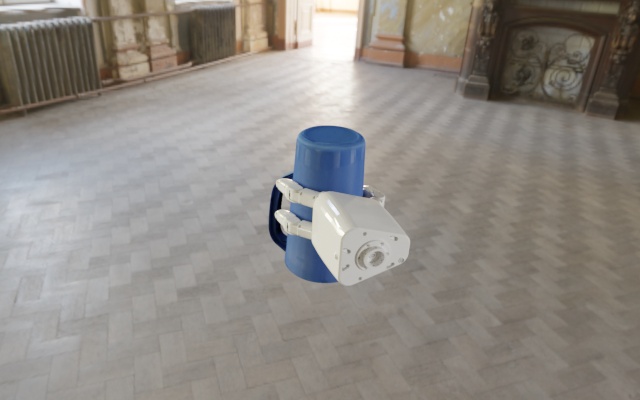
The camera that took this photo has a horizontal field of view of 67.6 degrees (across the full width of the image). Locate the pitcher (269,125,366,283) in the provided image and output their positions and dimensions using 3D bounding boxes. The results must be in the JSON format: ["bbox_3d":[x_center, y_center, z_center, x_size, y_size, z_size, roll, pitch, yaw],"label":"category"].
[{"bbox_3d":[0.000,0.003,0.796,0.149,0.243,0.145,-6,28,-18],"label":"pitcher"}]
